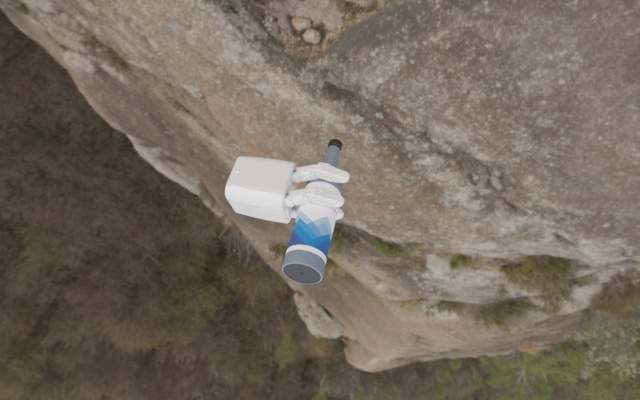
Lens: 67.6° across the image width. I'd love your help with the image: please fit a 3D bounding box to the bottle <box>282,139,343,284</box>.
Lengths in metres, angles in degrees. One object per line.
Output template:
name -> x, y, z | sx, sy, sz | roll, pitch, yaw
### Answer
bottle -> 0.000, 0.003, 0.845 | 0.069, 0.295, 0.069 | 9, -37, 7
